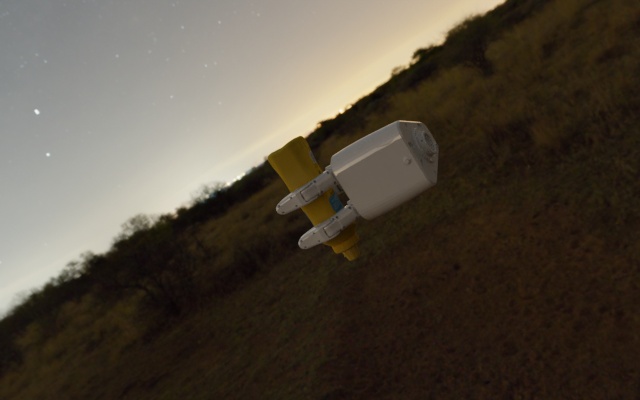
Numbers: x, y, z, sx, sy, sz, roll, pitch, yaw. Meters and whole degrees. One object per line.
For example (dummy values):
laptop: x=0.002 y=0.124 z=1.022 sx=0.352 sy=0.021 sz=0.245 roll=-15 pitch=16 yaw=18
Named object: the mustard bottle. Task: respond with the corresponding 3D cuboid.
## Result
mustard bottle: x=0.000 y=0.002 z=0.681 sx=0.058 sy=0.191 sz=0.096 roll=-32 pitch=7 yaw=9
